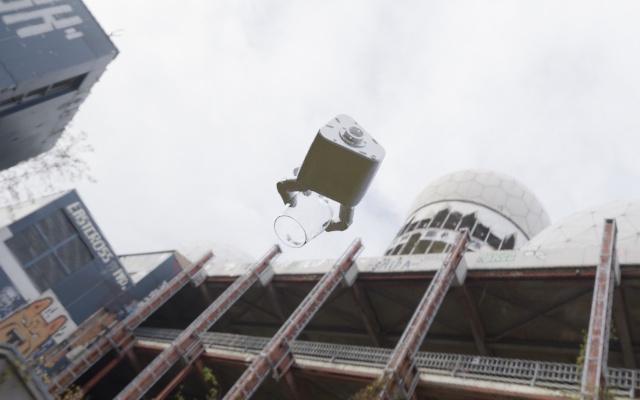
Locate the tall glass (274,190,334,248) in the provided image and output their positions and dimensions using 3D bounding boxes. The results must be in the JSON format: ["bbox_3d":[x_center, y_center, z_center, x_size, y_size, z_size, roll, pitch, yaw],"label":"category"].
[{"bbox_3d":[0.000,0.003,0.831,0.079,0.079,0.201,0,29,35],"label":"tall glass"}]
